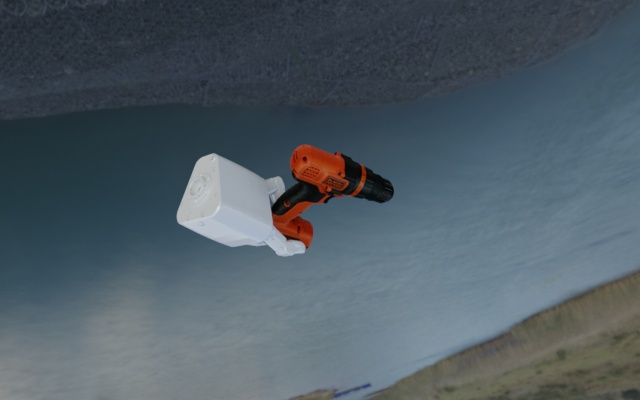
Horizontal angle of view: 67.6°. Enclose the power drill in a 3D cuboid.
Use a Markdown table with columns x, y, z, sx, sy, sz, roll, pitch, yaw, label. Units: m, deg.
| x | y | z | sx | sy | sz | roll | pitch | yaw | label |
| --- | --- | --- | --- | --- | --- | --- | --- | --- | --- |
| 0.000 | 0.003 | 0.762 | 0.184 | 0.057 | 0.188 | 21 | -50 | -29 | power drill |
